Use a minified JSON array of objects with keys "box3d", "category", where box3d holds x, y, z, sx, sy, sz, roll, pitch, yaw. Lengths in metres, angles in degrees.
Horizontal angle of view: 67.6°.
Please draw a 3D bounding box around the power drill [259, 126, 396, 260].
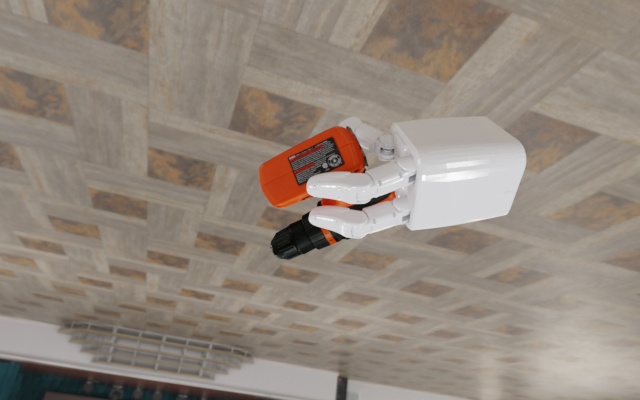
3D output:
[{"box3d":[0.000,0.002,0.548,0.184,0.057,0.188,-28,-24,6],"category":"power drill"}]
